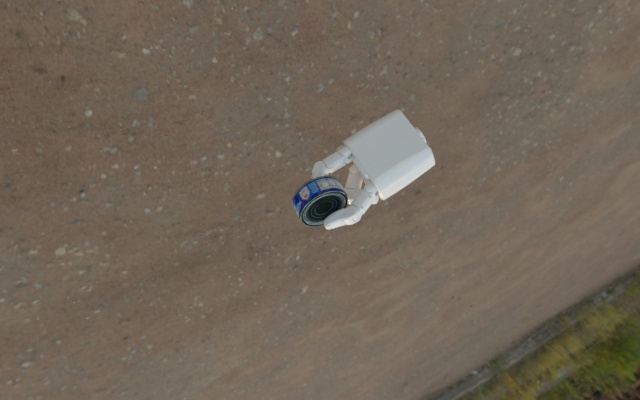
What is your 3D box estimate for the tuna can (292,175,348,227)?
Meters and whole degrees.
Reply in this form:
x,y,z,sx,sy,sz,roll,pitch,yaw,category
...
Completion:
x,y,z,sx,sy,sz,roll,pitch,yaw,category
0.000,0.003,0.759,0.086,0.033,0.086,-19,-36,-14,tuna can
